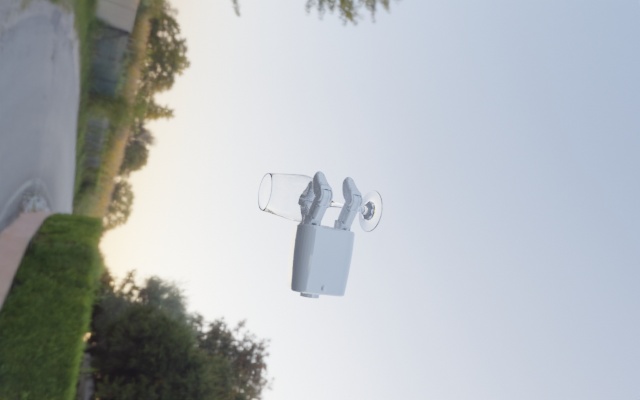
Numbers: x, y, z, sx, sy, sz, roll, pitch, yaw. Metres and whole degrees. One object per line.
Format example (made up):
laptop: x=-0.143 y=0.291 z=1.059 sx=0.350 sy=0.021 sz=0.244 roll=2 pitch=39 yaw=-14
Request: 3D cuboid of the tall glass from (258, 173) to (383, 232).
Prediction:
tall glass: x=0.001 y=0.003 z=0.797 sx=0.201 sy=0.079 sz=0.079 roll=11 pitch=-5 yaw=-25
